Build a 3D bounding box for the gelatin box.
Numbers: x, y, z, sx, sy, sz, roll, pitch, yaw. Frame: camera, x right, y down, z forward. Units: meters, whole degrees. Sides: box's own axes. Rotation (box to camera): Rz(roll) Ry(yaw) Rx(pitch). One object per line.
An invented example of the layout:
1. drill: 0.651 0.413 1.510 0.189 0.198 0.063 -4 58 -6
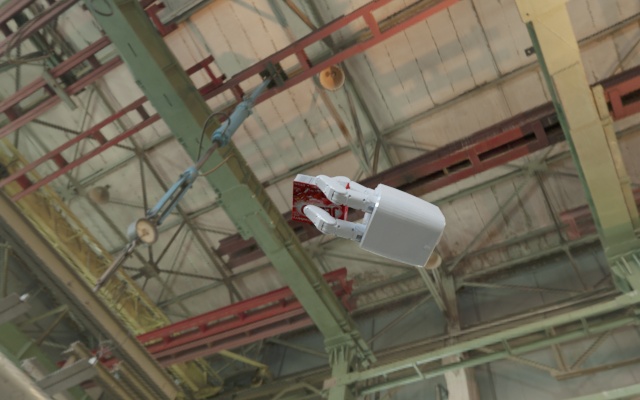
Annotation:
1. gelatin box: 0.000 0.002 0.763 0.089 0.073 0.030 10 30 12
